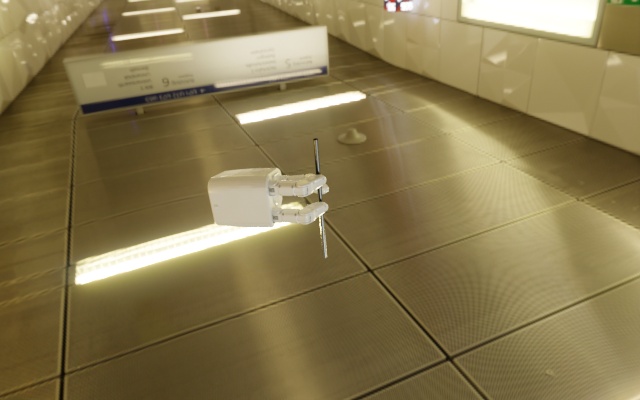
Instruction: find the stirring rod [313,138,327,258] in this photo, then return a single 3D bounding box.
[{"bbox_3d":[0.000,0.003,0.853,0.011,0.240,0.011,-3,29,2],"label":"stirring rod"}]
